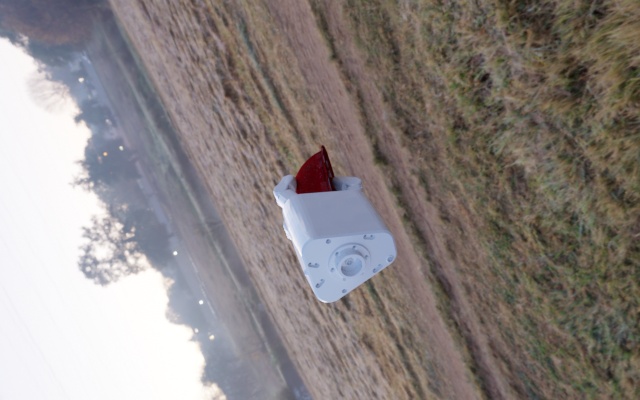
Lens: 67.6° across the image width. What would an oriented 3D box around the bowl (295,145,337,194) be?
[{"bbox_3d":[0.000,0.002,0.712,0.055,0.162,0.162,-15,-2,6],"label":"bowl"}]
